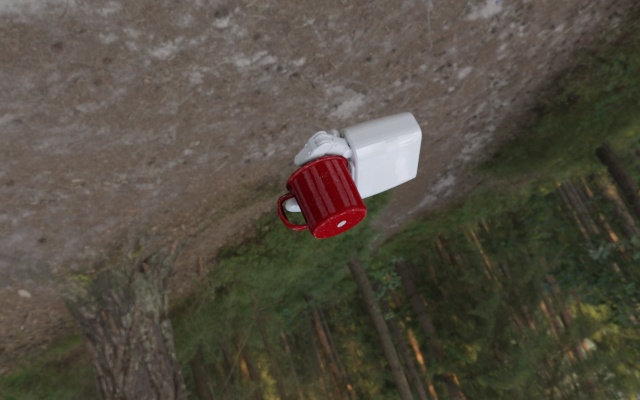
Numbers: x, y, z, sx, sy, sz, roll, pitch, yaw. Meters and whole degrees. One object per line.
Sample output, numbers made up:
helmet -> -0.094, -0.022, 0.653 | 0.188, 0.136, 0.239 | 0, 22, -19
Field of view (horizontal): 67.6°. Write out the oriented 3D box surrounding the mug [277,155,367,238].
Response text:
mug -> -0.001, 0.003, 0.642 | 0.117, 0.081, 0.093 | -20, -22, -13
